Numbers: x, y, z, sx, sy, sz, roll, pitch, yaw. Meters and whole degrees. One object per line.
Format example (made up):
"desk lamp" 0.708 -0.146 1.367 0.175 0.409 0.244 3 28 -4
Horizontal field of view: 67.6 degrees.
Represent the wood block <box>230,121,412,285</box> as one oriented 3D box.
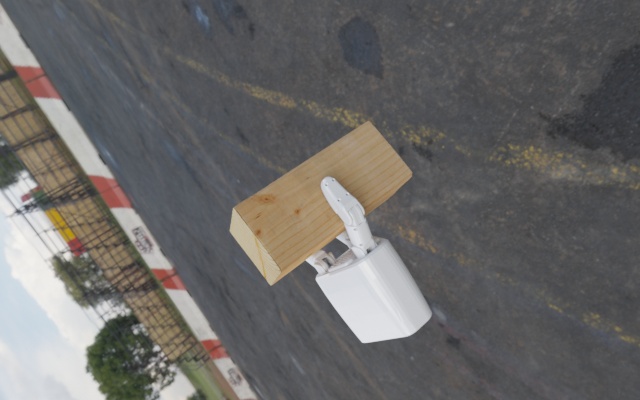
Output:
"wood block" 0.000 0.002 0.591 0.206 0.090 0.091 -35 -9 -23
